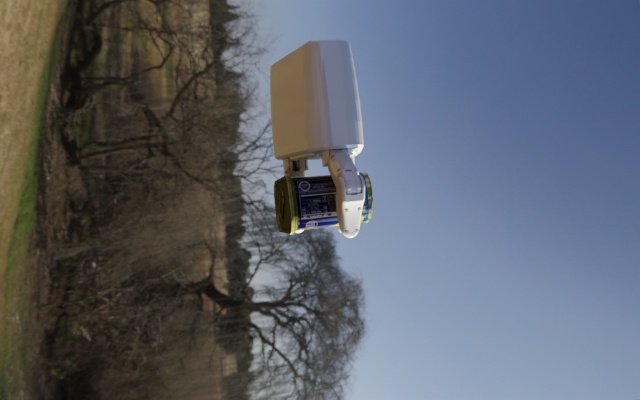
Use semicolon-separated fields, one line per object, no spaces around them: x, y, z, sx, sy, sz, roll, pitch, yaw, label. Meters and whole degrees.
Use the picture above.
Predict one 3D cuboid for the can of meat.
0.000;0.002;0.501;0.084;0.057;0.102;-6;-1;-13;can of meat
